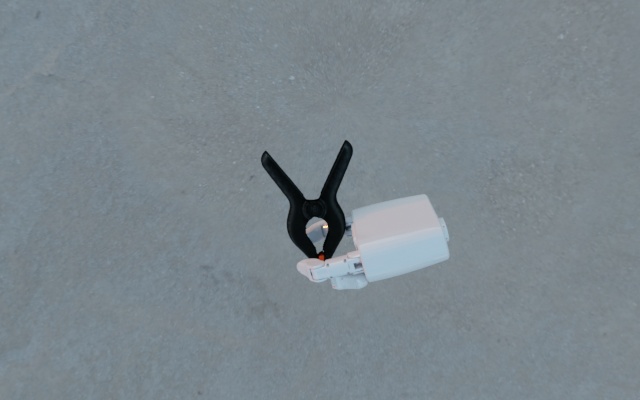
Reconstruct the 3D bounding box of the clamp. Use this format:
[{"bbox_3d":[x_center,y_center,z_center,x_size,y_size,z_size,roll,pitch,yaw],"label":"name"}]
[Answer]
[{"bbox_3d":[0.000,0.002,0.635,0.120,0.171,0.039,-15,10,7],"label":"clamp"}]
